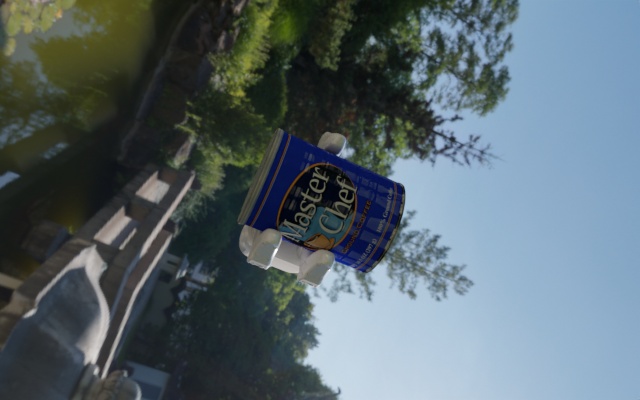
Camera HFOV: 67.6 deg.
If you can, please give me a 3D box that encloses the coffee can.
[{"bbox_3d":[0.000,0.001,0.487,0.140,0.103,0.103,23,-4,-10],"label":"coffee can"}]
